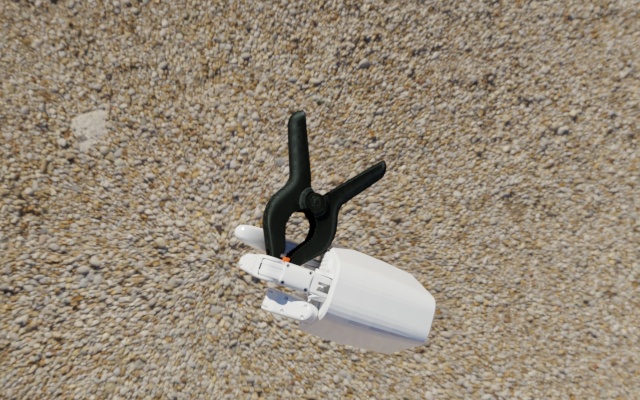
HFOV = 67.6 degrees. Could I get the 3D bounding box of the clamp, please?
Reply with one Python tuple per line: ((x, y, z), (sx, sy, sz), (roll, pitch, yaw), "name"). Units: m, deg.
((0.000, 0.002, 0.502), (0.120, 0.171, 0.039), (20, -10, -10), "clamp")
